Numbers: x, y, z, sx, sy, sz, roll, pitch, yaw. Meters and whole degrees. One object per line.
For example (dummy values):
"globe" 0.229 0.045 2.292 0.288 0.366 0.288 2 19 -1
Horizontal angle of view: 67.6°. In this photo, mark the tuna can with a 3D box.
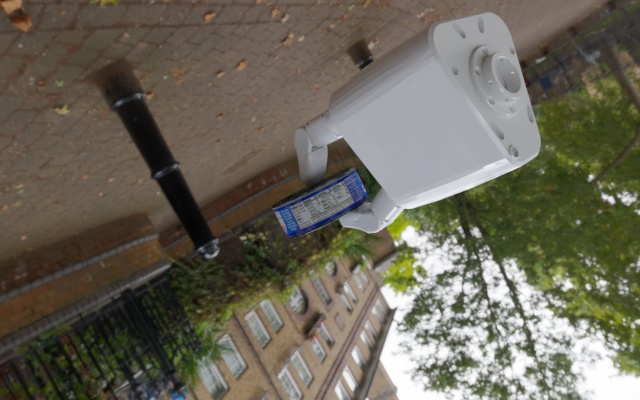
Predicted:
"tuna can" 0.000 0.002 0.442 0.086 0.034 0.086 -26 5 2
